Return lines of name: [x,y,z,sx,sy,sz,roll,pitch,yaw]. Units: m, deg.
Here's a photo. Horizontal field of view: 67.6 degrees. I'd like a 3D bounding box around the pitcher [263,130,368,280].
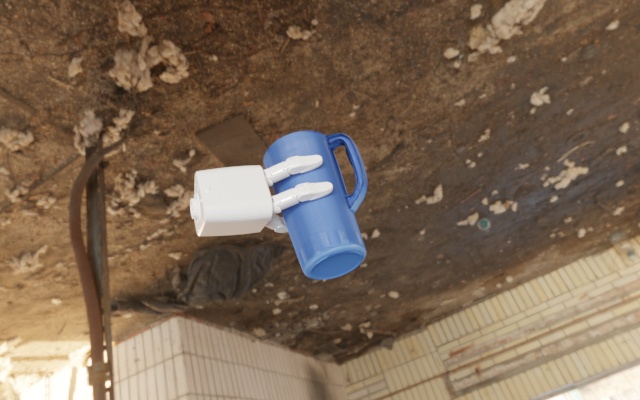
pitcher: [0.000,0.003,0.822,0.145,0.242,0.149,-4,-35,-24]
